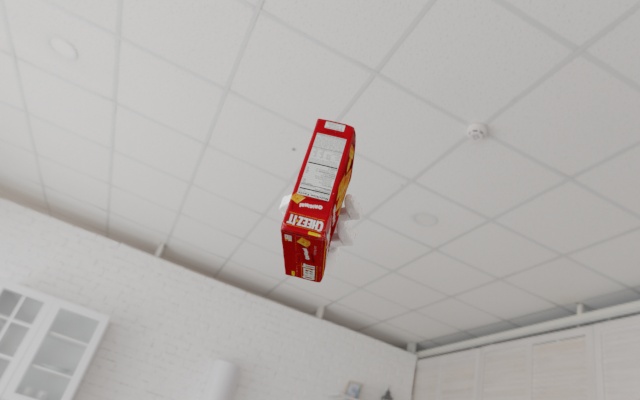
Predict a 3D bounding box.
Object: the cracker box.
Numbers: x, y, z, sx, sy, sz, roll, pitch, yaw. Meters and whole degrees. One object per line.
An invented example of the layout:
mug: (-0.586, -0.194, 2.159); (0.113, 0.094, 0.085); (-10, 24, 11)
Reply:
cracker box: (0.000, 0.002, 0.779); (0.072, 0.213, 0.164); (12, -31, 7)
